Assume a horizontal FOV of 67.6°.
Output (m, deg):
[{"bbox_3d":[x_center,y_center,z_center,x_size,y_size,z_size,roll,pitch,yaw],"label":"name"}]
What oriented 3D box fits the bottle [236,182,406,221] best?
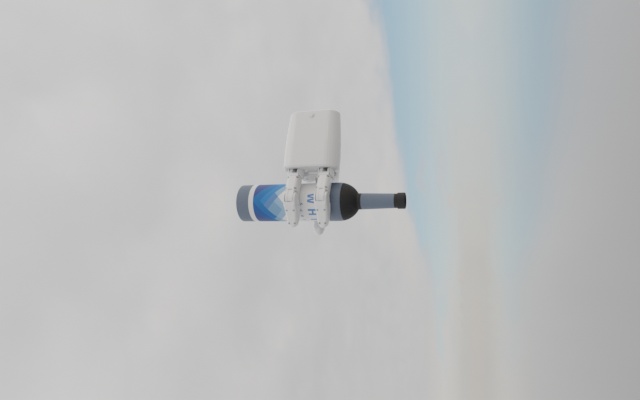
[{"bbox_3d":[0.000,0.003,0.832,0.296,0.069,0.069,-1,0,18],"label":"bottle"}]
